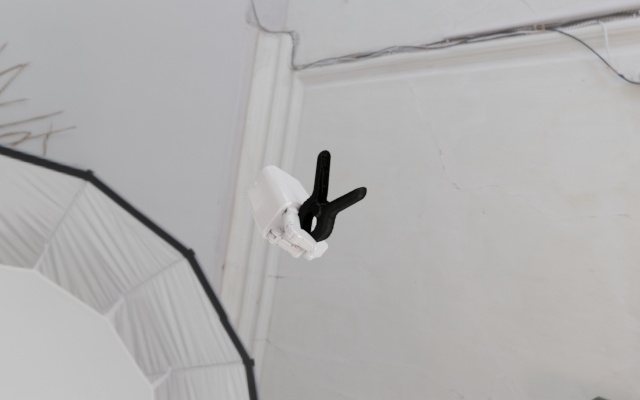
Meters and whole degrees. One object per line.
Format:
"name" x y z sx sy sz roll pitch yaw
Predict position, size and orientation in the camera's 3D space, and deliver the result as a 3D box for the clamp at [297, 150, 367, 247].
"clamp" 0.001 0.003 0.813 0.039 0.120 0.171 11 -52 -42
